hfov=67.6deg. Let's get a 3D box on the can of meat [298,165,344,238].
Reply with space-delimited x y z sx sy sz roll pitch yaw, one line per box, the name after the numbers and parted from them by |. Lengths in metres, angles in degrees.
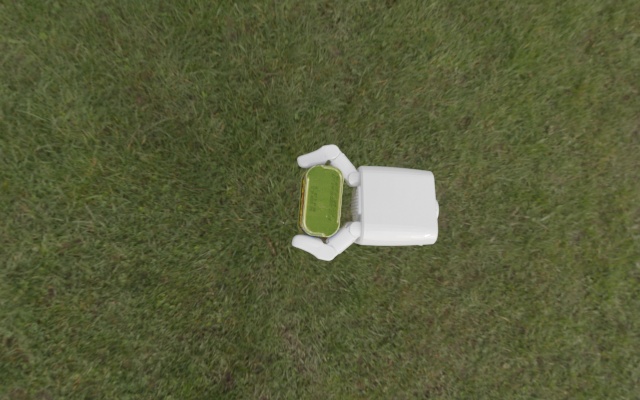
0.000 0.002 0.674 0.057 0.102 0.084 5 -3 -5 | can of meat
